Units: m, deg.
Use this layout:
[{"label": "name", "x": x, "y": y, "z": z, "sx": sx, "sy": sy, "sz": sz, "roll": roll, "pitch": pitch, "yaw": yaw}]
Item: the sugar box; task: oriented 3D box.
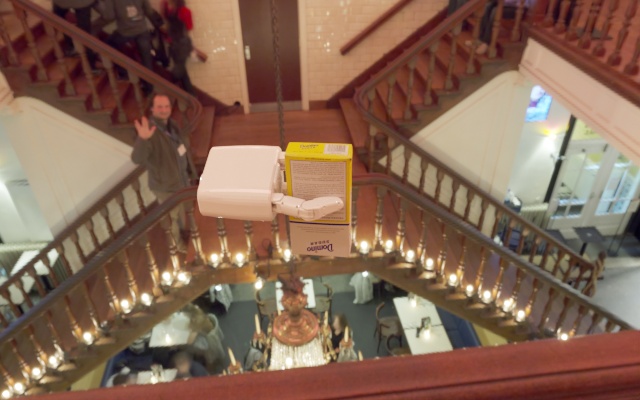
[{"label": "sugar box", "x": 0.000, "y": 0.002, "z": 0.708, "sx": 0.093, "sy": 0.176, "sz": 0.048, "roll": 3, "pitch": 36, "yaw": 6}]
